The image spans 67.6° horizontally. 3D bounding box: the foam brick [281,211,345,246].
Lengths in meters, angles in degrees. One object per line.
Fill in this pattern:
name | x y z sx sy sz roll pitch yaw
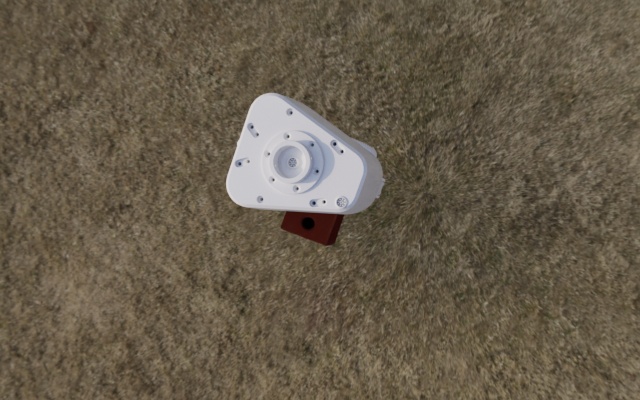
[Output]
foam brick | 0.000 0.002 0.494 0.053 0.078 0.051 20 6 10
